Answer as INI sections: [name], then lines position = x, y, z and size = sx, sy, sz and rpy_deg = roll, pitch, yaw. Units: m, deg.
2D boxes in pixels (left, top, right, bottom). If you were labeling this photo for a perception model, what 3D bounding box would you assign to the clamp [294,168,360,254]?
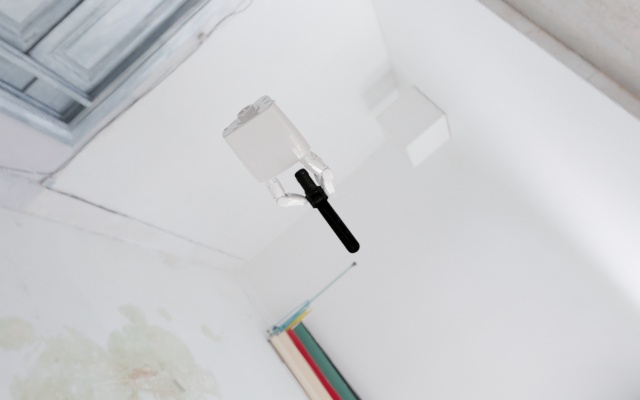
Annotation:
[clamp]
position = -0.001, 0.003, 0.881
size = 0.036, 0.165, 0.210
rpy_deg = -35, 27, 0
